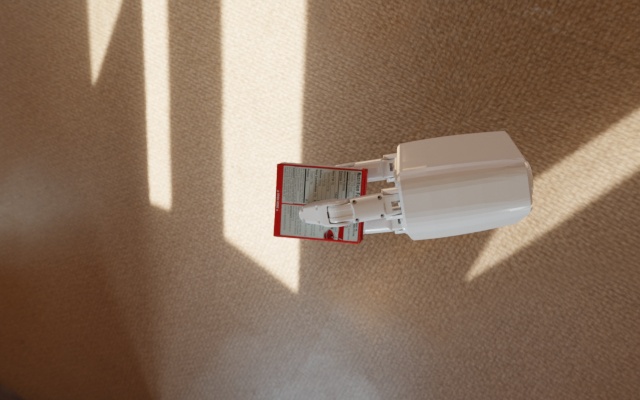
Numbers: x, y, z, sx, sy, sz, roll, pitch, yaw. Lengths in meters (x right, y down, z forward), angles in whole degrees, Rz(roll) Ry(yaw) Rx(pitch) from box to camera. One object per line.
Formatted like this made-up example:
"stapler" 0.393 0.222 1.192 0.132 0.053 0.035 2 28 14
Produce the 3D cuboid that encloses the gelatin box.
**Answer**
"gelatin box" 0.000 0.002 0.470 0.089 0.073 0.030 4 8 7
